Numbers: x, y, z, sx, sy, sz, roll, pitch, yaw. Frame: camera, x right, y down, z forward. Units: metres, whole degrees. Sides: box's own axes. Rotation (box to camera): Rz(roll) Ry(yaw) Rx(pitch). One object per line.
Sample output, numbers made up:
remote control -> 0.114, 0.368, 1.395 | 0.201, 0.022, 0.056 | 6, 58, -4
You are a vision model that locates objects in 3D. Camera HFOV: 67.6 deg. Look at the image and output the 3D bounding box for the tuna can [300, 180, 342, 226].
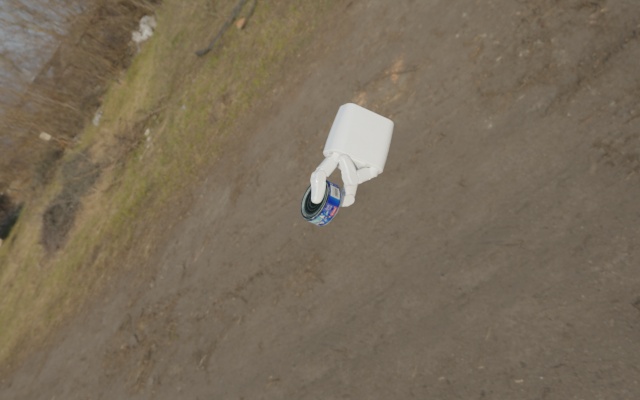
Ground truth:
tuna can -> 0.000, 0.003, 0.899 | 0.034, 0.086, 0.086 | 25, -14, -32
